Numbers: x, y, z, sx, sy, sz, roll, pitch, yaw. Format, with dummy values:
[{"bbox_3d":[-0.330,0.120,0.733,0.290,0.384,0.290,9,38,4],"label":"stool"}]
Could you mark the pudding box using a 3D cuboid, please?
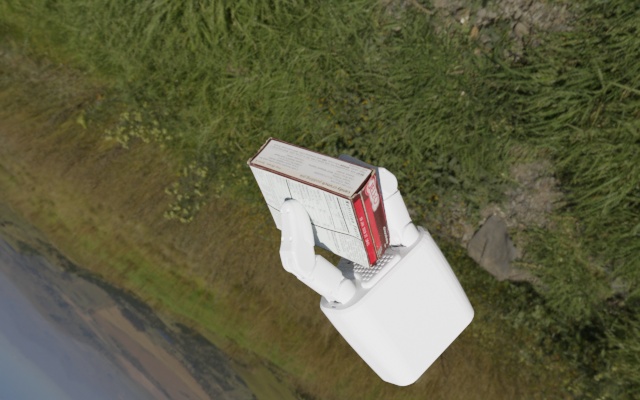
[{"bbox_3d":[0.000,0.001,0.410,0.113,0.090,0.039,19,55,32],"label":"pudding box"}]
